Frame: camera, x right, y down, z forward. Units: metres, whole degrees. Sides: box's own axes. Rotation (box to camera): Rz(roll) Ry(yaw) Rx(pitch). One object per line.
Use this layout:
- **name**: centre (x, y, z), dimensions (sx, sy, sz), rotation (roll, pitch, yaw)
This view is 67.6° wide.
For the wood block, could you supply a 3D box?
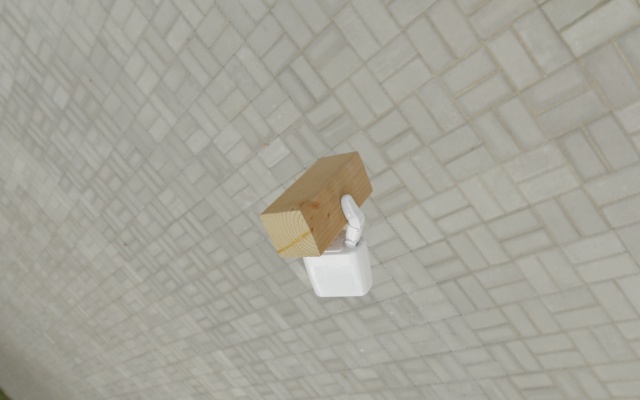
- **wood block**: centre (0.000, 0.003, 0.839), dimensions (0.091, 0.090, 0.206), rotation (-6, 28, 37)
